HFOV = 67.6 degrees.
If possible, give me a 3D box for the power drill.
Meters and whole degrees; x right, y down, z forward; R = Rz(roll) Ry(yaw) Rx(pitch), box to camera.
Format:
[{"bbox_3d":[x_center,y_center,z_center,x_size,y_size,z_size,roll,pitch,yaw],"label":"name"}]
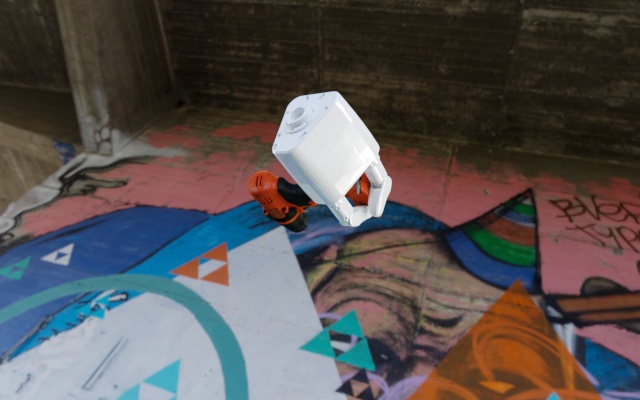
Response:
[{"bbox_3d":[0.000,0.002,0.768,0.187,0.057,0.184,-8,-25,17],"label":"power drill"}]
